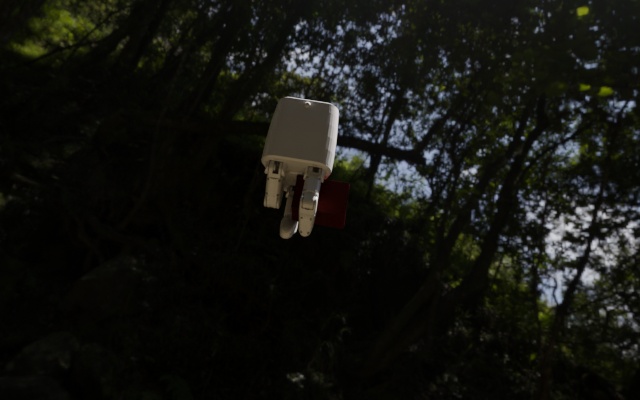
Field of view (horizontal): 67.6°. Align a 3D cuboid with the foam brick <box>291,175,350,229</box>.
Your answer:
[{"bbox_3d":[0.000,0.002,0.680,0.078,0.051,0.053,9,-25,2],"label":"foam brick"}]
